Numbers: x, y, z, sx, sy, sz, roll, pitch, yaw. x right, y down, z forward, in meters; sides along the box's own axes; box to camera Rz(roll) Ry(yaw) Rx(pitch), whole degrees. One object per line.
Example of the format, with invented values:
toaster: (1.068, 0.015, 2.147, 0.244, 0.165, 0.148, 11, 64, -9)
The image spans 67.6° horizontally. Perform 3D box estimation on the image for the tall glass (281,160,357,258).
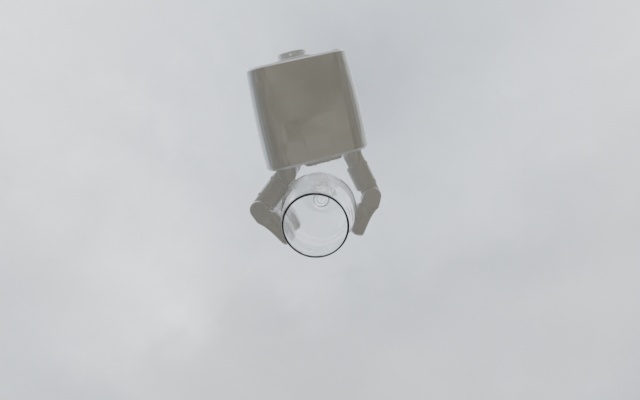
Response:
tall glass: (0.000, 0.002, 0.528, 0.079, 0.079, 0.201, 0, 13, 3)
